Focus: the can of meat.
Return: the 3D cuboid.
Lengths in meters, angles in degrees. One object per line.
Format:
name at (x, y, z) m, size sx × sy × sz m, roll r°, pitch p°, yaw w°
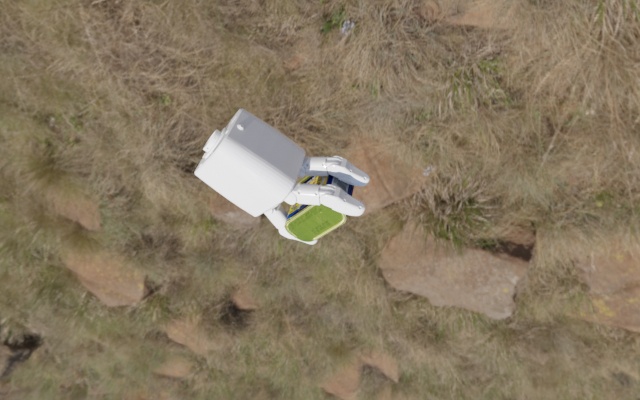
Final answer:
can of meat at (0.000, 0.003, 0.678) m, size 0.057 × 0.084 × 0.102 m, roll 38°, pitch -49°, yaw -21°
